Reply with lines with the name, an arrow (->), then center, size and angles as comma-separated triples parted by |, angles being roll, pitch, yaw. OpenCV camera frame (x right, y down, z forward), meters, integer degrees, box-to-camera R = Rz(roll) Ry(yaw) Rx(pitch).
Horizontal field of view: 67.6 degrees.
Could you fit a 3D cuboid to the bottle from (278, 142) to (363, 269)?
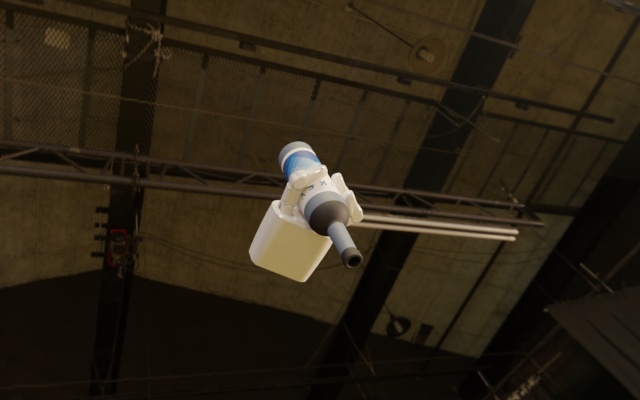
bottle -> 0.000, 0.002, 0.765 | 0.069, 0.069, 0.295 | 0, 34, -22
